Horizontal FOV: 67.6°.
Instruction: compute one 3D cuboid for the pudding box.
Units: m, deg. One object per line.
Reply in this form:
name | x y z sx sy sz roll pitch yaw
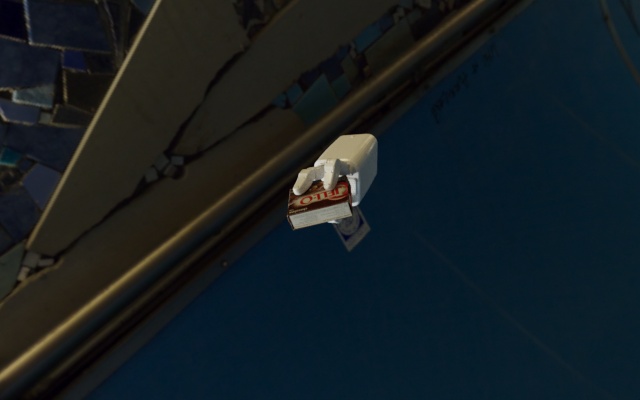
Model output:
pudding box | 0.000 0.003 0.854 0.113 0.039 0.090 -16 30 10
